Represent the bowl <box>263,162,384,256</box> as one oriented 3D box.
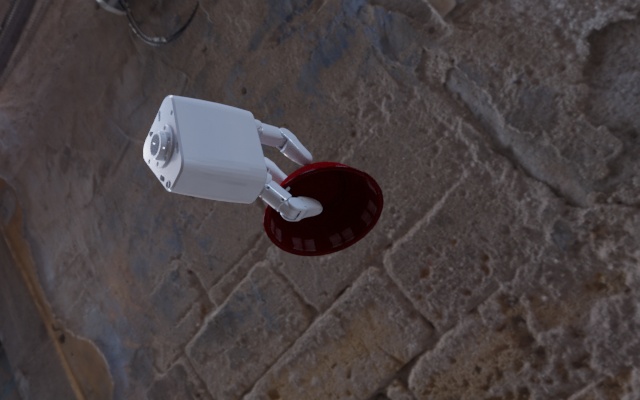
[{"bbox_3d":[0.001,0.002,0.644,0.162,0.162,0.055,0,42,-17],"label":"bowl"}]
